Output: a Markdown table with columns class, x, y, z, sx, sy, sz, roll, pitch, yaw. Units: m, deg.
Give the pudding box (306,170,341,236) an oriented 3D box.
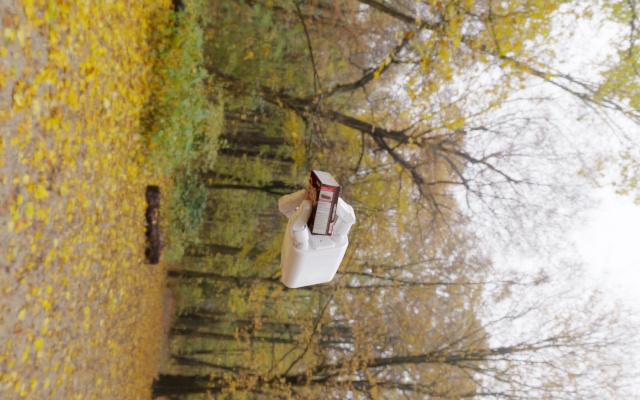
| class | x | y | z | sx | sy | sz | roll | pitch | yaw |
| --- | --- | --- | --- | --- | --- | --- | --- | --- | --- |
| pudding box | 0.000 | 0.003 | 0.820 | 0.039 | 0.090 | 0.113 | 7 | 13 | -13 |
